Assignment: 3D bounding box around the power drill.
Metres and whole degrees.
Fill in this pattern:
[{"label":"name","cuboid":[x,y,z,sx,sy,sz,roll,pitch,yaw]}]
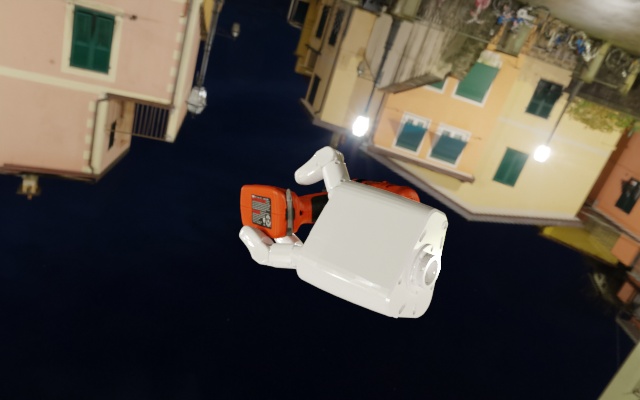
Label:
[{"label":"power drill","cuboid":[0.000,0.002,0.598,0.187,0.057,0.184,-6,7,-31]}]
